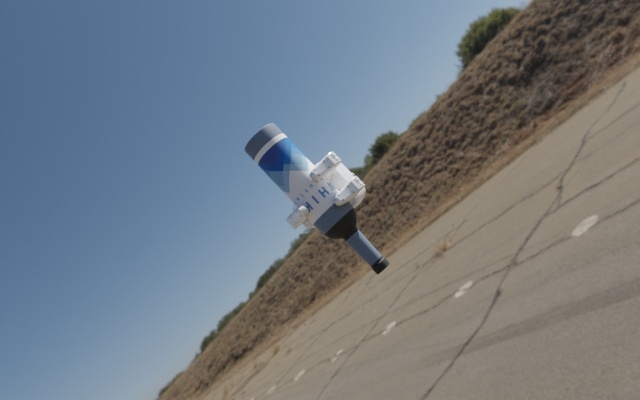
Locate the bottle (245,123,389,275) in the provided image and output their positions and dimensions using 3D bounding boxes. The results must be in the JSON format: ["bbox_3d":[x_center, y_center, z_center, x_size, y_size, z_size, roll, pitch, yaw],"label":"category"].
[{"bbox_3d":[0.000,0.002,0.774,0.069,0.295,0.069,-43,-5,-5],"label":"bottle"}]
